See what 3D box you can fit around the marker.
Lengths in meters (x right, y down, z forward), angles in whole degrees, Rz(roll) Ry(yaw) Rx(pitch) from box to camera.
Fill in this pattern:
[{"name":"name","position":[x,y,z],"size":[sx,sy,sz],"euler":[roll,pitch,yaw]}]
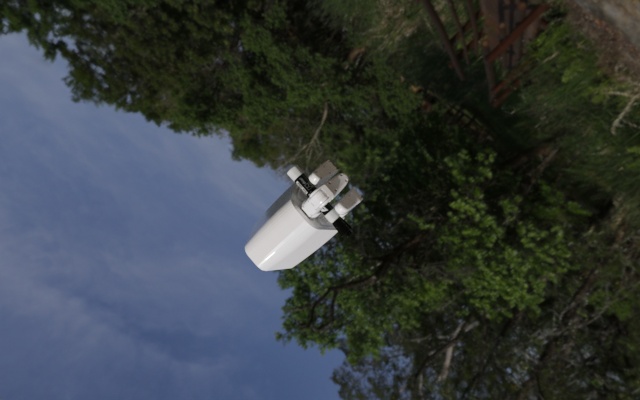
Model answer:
[{"name":"marker","position":[0.000,0.002,0.654],"size":[0.020,0.121,0.020],"euler":[-41,-4,-3]}]
